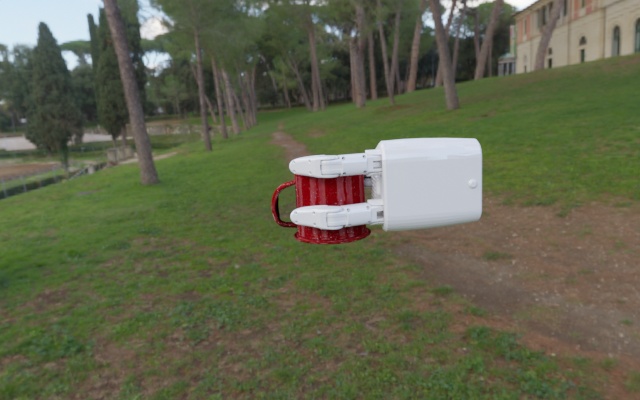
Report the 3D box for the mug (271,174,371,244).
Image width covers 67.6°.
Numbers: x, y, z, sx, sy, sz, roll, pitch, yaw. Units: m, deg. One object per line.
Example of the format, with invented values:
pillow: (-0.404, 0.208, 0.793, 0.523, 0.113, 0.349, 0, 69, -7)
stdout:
mug: (-0.001, 0.002, 0.568, 0.117, 0.081, 0.093, -4, 10, -2)
